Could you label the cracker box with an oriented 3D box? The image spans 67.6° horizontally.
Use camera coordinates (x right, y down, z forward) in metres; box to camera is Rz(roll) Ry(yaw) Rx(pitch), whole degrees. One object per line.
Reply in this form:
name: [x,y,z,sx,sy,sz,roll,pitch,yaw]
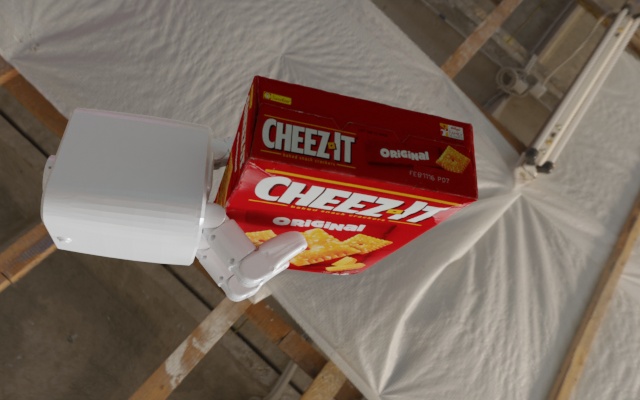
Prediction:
cracker box: [0.000,0.001,0.404,0.164,0.072,0.214,8,-24,-17]
